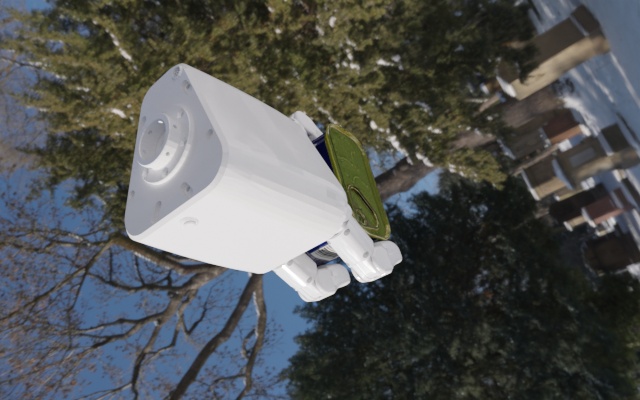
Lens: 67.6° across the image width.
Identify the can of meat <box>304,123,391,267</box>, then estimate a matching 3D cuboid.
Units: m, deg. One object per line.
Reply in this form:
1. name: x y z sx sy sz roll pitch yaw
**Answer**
1. can of meat: 0.000 0.001 0.402 0.084 0.102 0.057 -30 -29 28
